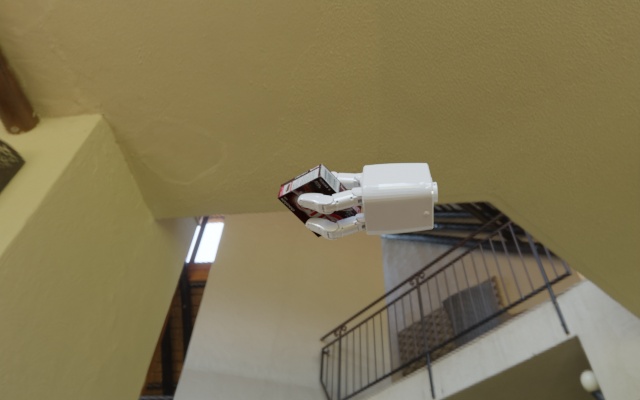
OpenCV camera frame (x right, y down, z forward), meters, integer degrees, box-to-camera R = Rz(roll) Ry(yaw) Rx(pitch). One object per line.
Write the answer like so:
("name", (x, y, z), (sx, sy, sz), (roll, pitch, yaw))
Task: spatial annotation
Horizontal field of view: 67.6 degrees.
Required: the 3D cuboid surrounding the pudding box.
("pudding box", (0.000, 0.002, 0.781), (0.090, 0.039, 0.113), (-26, -57, 28))
